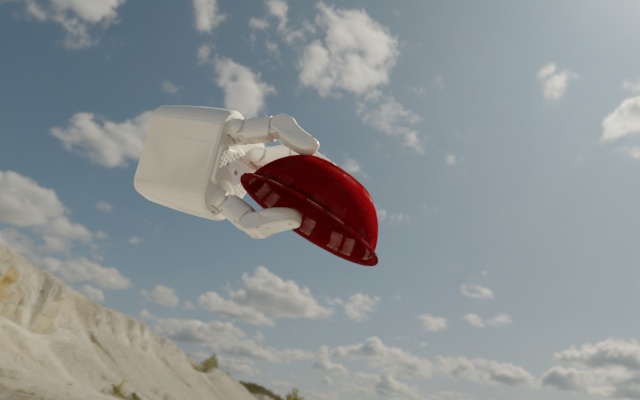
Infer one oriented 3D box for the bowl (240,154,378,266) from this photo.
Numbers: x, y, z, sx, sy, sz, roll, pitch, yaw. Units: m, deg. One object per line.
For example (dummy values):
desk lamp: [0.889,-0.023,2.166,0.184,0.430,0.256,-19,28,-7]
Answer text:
bowl: [0.001,0.002,0.487,0.162,0.055,0.162,31,-15,9]
